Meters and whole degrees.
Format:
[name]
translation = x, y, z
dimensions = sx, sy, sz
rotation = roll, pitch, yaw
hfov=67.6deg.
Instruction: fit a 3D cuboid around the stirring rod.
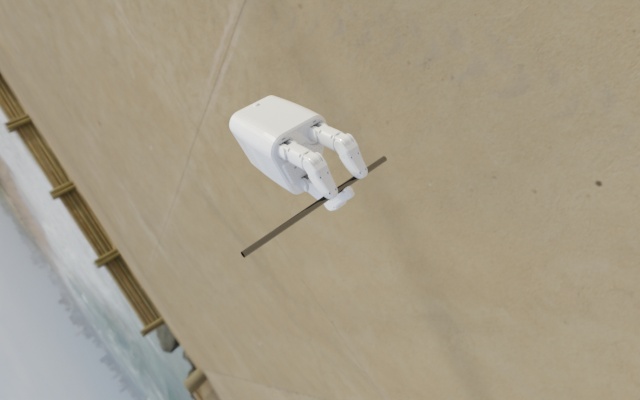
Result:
[stirring rod]
translation = 0.000, 0.002, 0.595
dimensions = 0.239, 0.011, 0.011
rotation = -34, 18, -28
